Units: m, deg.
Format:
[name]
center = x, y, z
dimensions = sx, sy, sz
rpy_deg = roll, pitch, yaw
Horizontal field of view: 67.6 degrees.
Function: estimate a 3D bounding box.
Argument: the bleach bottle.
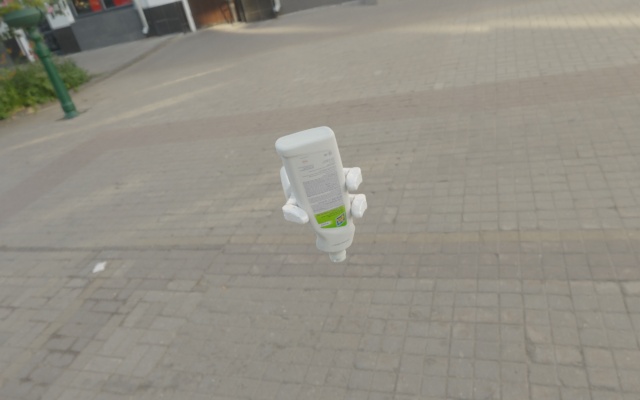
[bleach bottle]
center = 0.000, 0.003, 0.842
dimensions = 0.102, 0.251, 0.068
rpy_deg = -16, 28, -5
